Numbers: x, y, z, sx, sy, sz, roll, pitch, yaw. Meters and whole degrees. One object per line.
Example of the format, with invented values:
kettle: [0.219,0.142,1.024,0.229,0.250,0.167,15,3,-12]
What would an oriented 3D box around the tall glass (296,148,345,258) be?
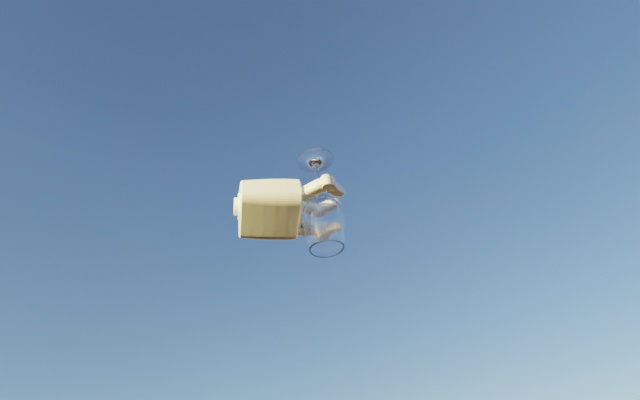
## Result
tall glass: [0.000,0.002,0.880,0.079,0.201,0.079,-6,-34,-4]
